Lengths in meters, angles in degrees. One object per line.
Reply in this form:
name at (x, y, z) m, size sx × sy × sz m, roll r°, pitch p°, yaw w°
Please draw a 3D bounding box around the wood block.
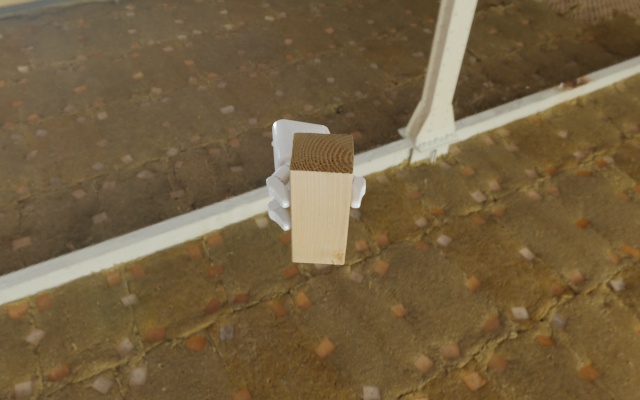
wood block at (0.000, 0.002, 0.758) m, size 0.091 × 0.090 × 0.206 m, roll 2°, pitch -45°, yaw 1°
